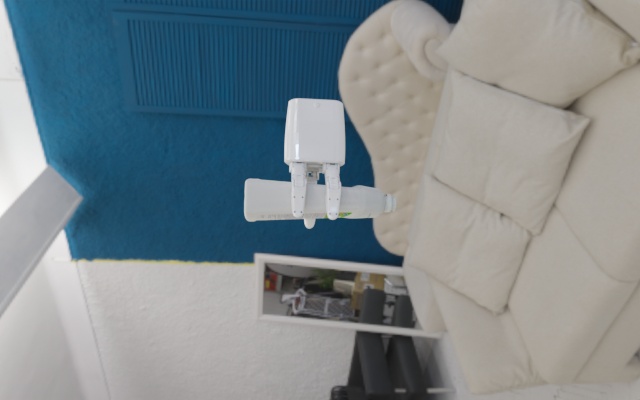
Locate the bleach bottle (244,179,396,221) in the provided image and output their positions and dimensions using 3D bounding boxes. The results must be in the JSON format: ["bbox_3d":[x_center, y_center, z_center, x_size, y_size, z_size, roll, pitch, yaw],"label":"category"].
[{"bbox_3d":[0.000,0.003,0.807,0.251,0.068,0.102,2,-7,-6],"label":"bleach bottle"}]
